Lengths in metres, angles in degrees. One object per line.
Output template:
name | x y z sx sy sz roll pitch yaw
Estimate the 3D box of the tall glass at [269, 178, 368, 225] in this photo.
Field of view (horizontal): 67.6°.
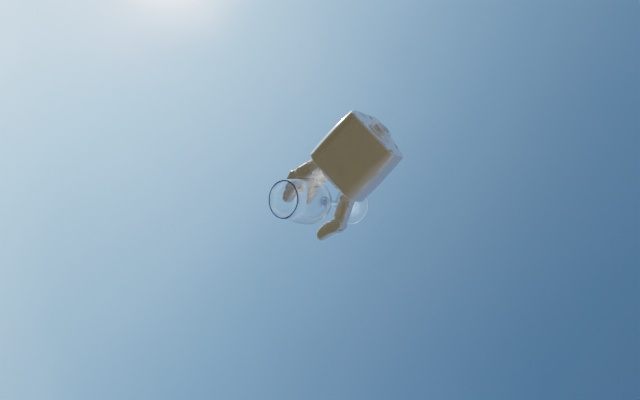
tall glass | 0.000 0.003 0.828 0.079 0.079 0.201 0 -2 37
